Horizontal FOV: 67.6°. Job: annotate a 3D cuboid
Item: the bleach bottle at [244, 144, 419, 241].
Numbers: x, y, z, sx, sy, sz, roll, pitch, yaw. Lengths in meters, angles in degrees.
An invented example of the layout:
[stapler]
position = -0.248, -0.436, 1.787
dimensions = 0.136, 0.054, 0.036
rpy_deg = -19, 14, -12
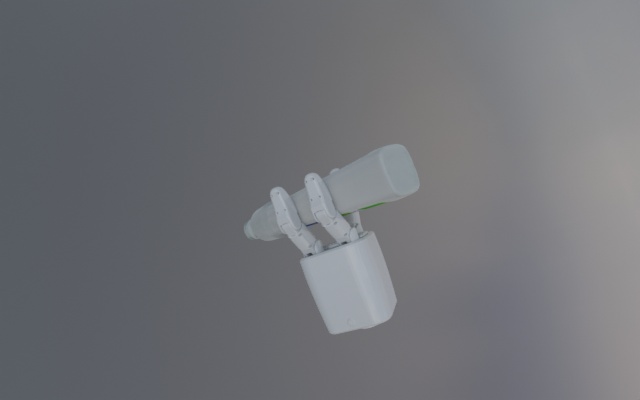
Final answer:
[bleach bottle]
position = 0.000, 0.002, 0.648
dimensions = 0.251, 0.068, 0.102
rpy_deg = -22, -3, 31
